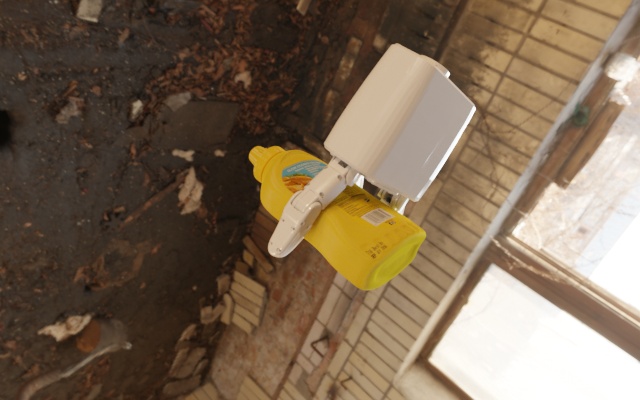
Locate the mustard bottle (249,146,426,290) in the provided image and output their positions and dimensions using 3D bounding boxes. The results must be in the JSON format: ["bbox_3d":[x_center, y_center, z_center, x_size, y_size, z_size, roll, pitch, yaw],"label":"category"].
[{"bbox_3d":[0.000,0.002,0.458,0.191,0.058,0.096,37,35,26],"label":"mustard bottle"}]
